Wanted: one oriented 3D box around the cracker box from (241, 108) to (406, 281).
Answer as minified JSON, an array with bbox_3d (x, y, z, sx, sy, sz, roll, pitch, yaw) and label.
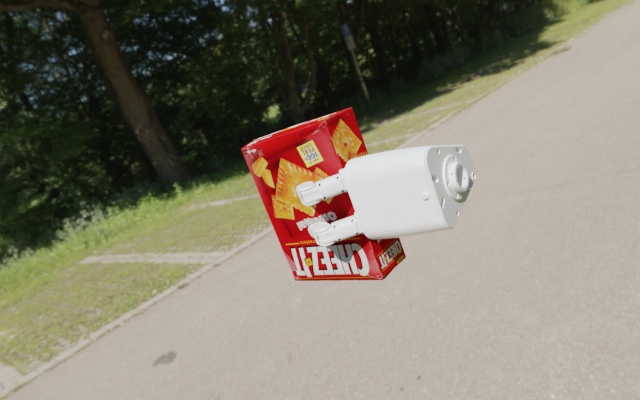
[{"bbox_3d":[0.000,0.002,0.645,0.164,0.214,0.072,-9,17,43],"label":"cracker box"}]
